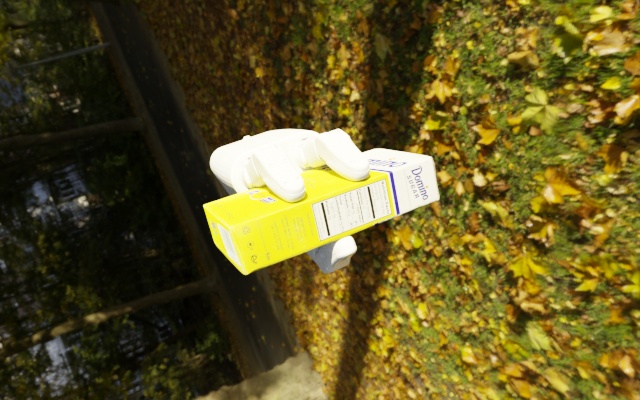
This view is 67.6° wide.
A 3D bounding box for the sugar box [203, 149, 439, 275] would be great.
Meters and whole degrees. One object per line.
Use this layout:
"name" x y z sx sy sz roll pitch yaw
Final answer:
"sugar box" 0.000 0.001 0.401 0.176 0.048 0.093 -22 19 -20
